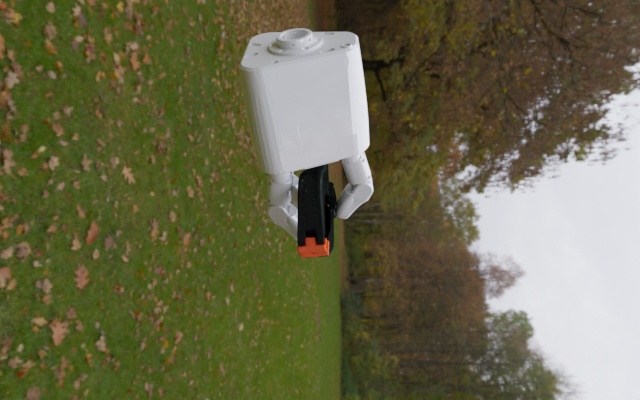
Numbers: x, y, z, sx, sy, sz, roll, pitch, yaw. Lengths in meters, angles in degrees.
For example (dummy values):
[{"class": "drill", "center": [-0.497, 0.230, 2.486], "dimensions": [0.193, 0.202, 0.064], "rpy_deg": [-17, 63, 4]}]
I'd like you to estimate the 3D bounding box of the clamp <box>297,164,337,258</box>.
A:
[{"class": "clamp", "center": [0.001, 0.002, 0.535], "dimensions": [0.036, 0.165, 0.209], "rpy_deg": [-7, 37, 7]}]
